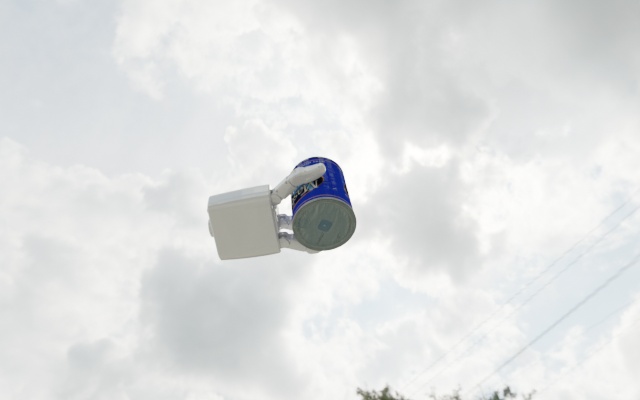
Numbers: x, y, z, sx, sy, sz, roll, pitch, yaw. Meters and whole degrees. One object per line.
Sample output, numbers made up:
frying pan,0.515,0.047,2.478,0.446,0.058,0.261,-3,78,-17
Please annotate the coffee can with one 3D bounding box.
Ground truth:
coffee can,0.000,0.003,0.811,0.103,0.103,0.140,0,33,-6
